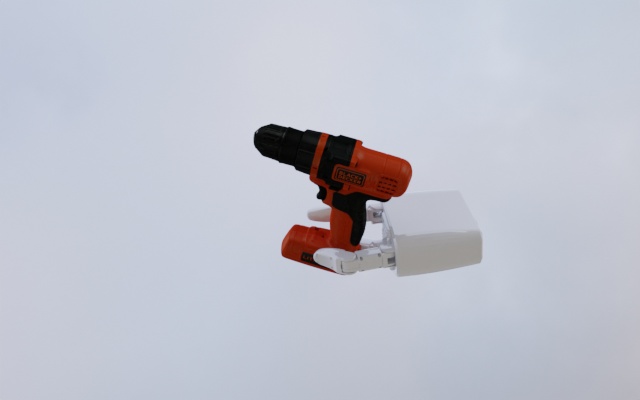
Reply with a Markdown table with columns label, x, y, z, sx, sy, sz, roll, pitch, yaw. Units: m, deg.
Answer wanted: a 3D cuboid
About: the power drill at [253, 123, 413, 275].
| label | x | y | z | sx | sy | sz | roll | pitch | yaw |
| --- | --- | --- | --- | --- | --- | --- | --- | --- | --- |
| power drill | 0.000 | 0.002 | 0.586 | 0.184 | 0.188 | 0.057 | 17 | 43 | 4 |
